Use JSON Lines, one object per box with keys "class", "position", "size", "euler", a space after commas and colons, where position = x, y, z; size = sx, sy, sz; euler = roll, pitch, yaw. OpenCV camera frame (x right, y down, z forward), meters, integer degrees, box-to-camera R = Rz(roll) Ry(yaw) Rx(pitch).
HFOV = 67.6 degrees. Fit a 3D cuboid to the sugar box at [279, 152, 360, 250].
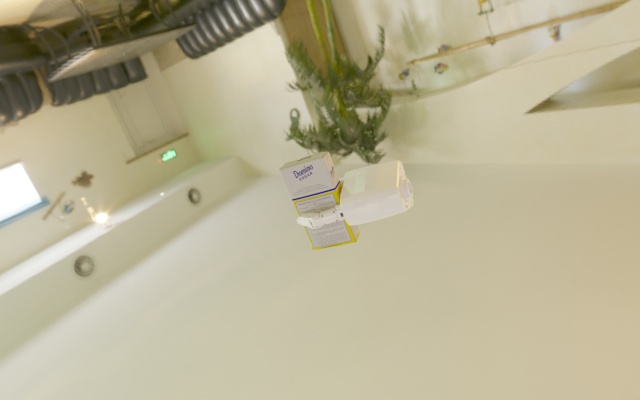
{"class": "sugar box", "position": [0.000, 0.003, 0.892], "size": [0.093, 0.176, 0.048], "euler": [-13, 18, 22]}
